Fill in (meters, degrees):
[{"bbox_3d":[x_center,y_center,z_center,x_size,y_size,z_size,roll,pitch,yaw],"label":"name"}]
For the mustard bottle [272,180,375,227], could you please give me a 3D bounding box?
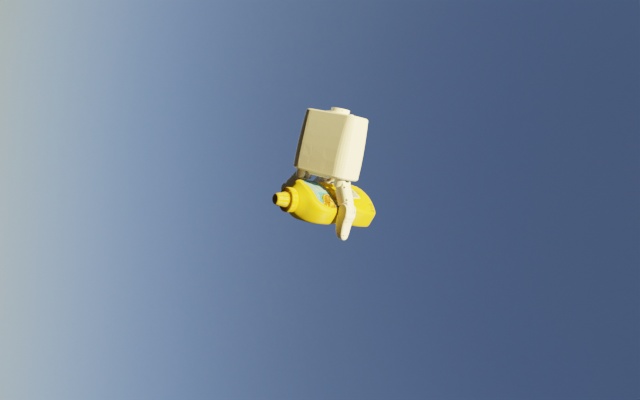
[{"bbox_3d":[0.000,0.003,0.822,0.191,0.058,0.096,5,34,-41],"label":"mustard bottle"}]
